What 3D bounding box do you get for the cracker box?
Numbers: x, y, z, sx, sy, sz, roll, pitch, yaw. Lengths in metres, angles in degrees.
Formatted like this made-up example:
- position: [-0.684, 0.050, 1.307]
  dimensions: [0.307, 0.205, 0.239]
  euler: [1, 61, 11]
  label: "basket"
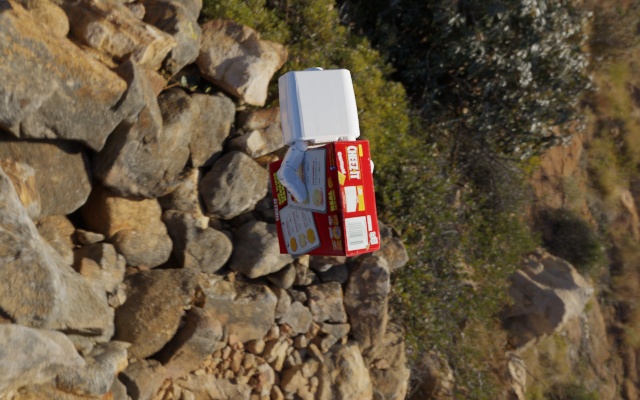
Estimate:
- position: [0.000, 0.003, 0.765]
  dimensions: [0.072, 0.164, 0.214]
  euler: [-6, -1, -31]
  label: "cracker box"
